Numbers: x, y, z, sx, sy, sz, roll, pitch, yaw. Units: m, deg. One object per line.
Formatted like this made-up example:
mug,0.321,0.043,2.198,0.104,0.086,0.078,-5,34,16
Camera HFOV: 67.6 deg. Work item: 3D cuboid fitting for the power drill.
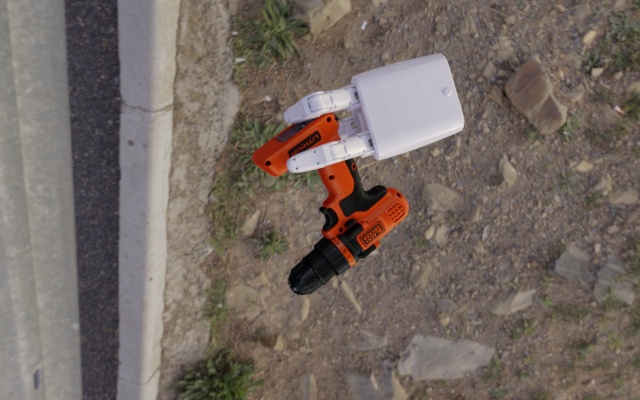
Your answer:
power drill,0.000,0.001,0.575,0.184,0.188,0.057,-40,27,-12
